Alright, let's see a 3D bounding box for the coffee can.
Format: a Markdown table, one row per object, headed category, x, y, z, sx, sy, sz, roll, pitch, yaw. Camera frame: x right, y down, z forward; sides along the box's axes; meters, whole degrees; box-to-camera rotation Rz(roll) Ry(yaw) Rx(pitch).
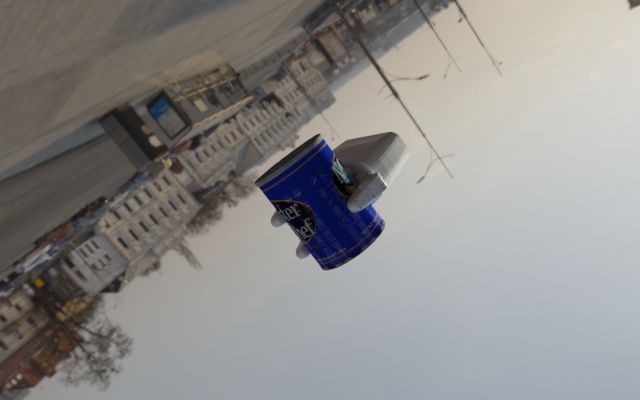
| category | x | y | z | sx | sy | sz | roll | pitch | yaw |
| --- | --- | --- | --- | --- | --- | --- | --- | --- | --- |
| coffee can | 0.000 | 0.002 | 0.602 | 0.103 | 0.140 | 0.102 | -36 | 10 | 7 |
